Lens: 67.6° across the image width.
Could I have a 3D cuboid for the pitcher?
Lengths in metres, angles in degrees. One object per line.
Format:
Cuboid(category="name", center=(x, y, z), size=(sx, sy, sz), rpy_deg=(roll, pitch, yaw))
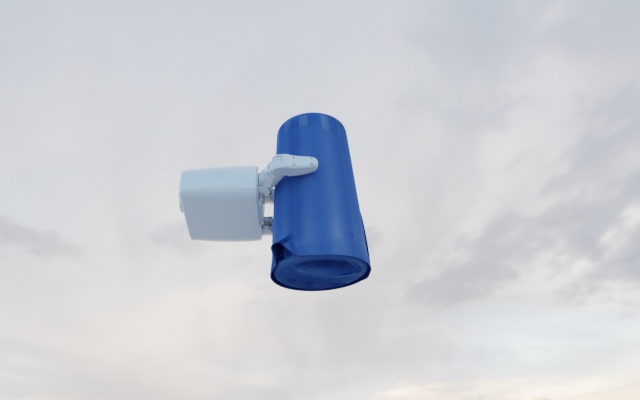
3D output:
Cuboid(category="pitcher", center=(0.000, 0.002, 0.688), size=(0.145, 0.242, 0.149), rpy_deg=(-2, -30, -3))
